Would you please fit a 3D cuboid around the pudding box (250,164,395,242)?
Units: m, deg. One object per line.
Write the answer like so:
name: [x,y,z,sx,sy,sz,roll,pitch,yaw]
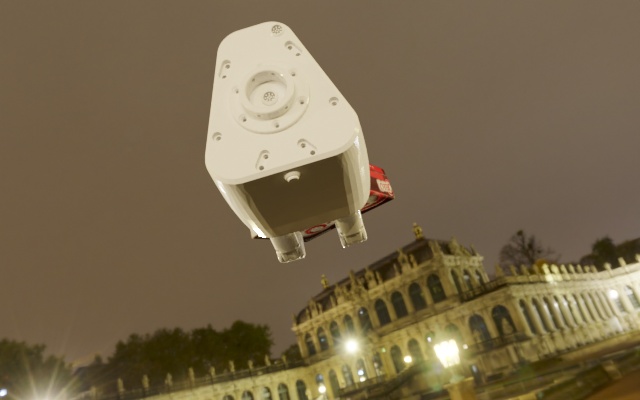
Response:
pudding box: [0.000,0.001,0.447,0.113,0.039,0.090,-26,-20,28]
